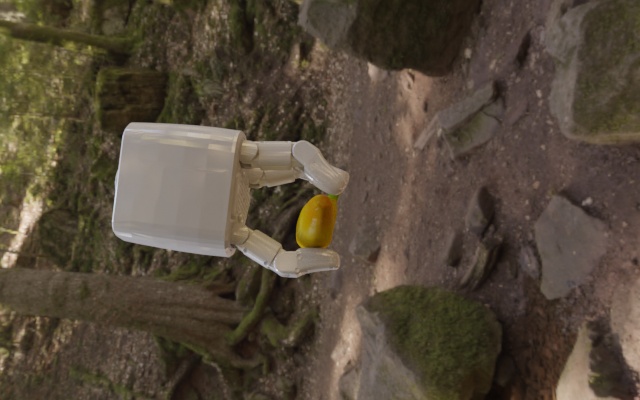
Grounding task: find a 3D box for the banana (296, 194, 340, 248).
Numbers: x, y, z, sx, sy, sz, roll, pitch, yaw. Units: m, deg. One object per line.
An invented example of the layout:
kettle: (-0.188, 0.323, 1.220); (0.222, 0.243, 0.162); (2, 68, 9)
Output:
banana: (-0.003, 0.019, 0.486); (0.037, 0.069, 0.198); (11, 7, 2)
